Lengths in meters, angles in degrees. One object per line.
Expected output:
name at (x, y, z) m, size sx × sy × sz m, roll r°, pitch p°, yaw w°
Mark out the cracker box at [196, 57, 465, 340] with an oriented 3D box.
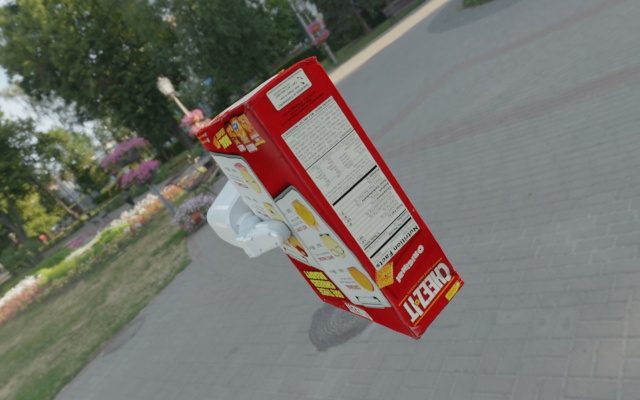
cracker box at (0.000, 0.001, 0.406) m, size 0.072 × 0.214 × 0.164 m, roll -42°, pitch 17°, yaw -20°
